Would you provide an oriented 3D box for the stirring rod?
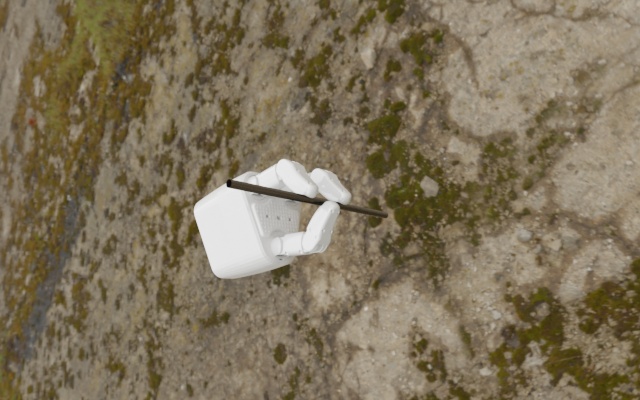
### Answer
[{"bbox_3d":[0.000,0.002,0.510,0.011,0.011,0.239,0,-8,43],"label":"stirring rod"}]
